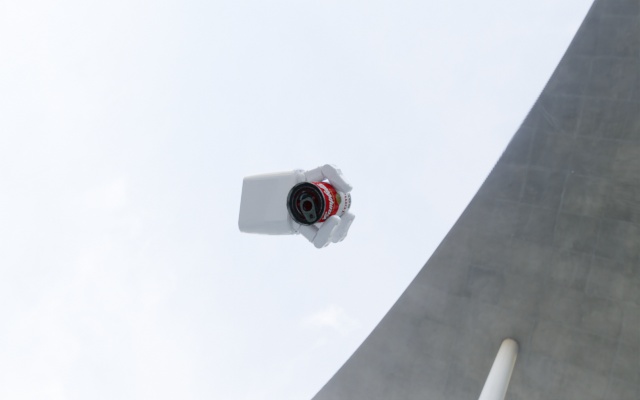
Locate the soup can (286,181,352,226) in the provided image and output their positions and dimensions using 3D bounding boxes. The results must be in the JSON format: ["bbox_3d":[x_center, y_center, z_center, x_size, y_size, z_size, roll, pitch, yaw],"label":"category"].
[{"bbox_3d":[0.001,0.002,0.769,0.068,0.068,0.102,0,3,28],"label":"soup can"}]
